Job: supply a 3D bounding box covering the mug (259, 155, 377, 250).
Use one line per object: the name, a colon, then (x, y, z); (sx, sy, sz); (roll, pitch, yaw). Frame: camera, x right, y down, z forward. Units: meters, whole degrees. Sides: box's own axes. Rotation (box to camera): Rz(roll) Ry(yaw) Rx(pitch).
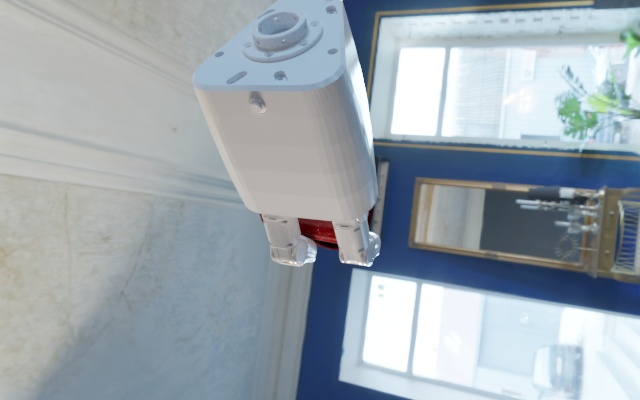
mug: (0.000, 0.002, 0.429); (0.081, 0.093, 0.117); (8, -41, 21)
